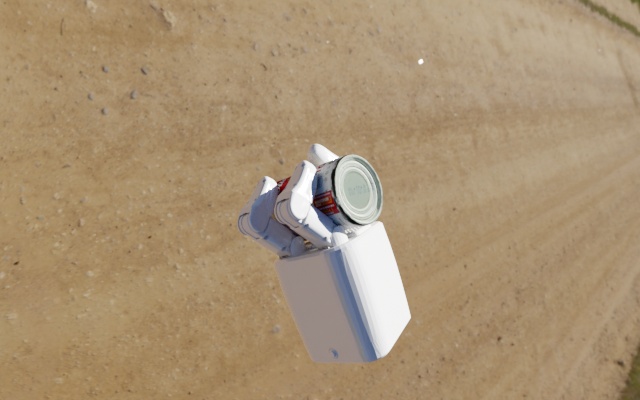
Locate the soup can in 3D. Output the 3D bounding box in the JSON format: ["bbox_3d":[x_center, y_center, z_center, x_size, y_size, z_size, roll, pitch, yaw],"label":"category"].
[{"bbox_3d":[0.000,0.001,0.459,0.068,0.068,0.102,0,-13,-45],"label":"soup can"}]
